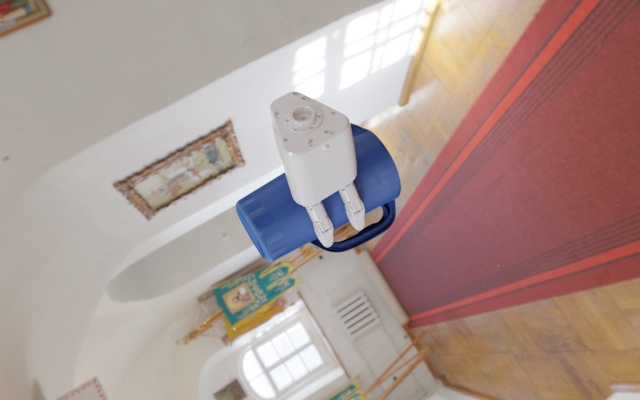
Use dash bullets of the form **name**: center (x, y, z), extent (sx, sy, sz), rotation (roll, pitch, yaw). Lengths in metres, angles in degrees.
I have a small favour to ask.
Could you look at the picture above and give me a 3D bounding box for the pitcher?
- **pitcher**: center (0.000, 0.002, 0.756), extent (0.243, 0.149, 0.145), rotation (-30, -32, -13)
